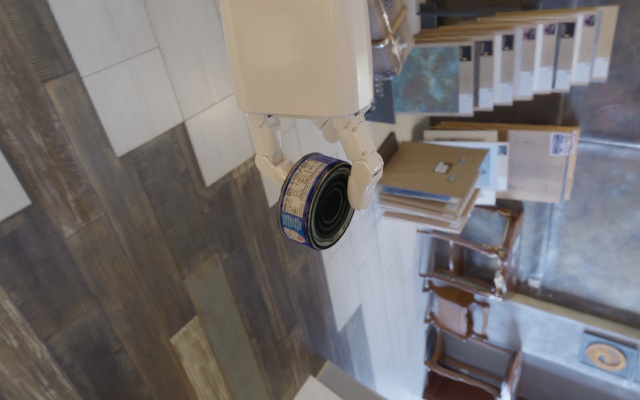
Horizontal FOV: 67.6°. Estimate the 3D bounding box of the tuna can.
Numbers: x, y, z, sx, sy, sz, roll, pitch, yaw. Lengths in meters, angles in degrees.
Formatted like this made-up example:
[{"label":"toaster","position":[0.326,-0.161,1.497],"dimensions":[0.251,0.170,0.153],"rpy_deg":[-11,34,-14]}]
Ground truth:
[{"label":"tuna can","position":[0.001,0.002,0.435],"dimensions":[0.033,0.086,0.086],"rpy_deg":[19,10,30]}]
